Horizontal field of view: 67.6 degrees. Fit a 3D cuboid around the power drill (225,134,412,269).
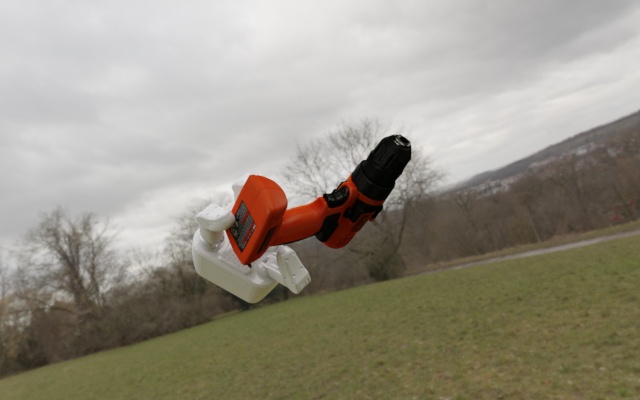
[{"bbox_3d":[0.000,0.002,0.533,0.187,0.057,0.184,-8,-37,-38],"label":"power drill"}]
